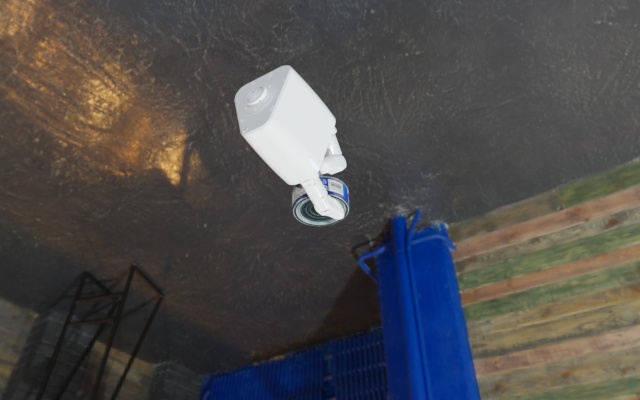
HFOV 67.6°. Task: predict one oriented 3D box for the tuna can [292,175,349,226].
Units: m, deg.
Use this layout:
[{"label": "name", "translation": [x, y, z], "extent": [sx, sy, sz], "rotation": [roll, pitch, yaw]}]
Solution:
[{"label": "tuna can", "translation": [0.000, 0.003, 0.711], "extent": [0.086, 0.033, 0.086], "rotation": [-2, -36, -2]}]
